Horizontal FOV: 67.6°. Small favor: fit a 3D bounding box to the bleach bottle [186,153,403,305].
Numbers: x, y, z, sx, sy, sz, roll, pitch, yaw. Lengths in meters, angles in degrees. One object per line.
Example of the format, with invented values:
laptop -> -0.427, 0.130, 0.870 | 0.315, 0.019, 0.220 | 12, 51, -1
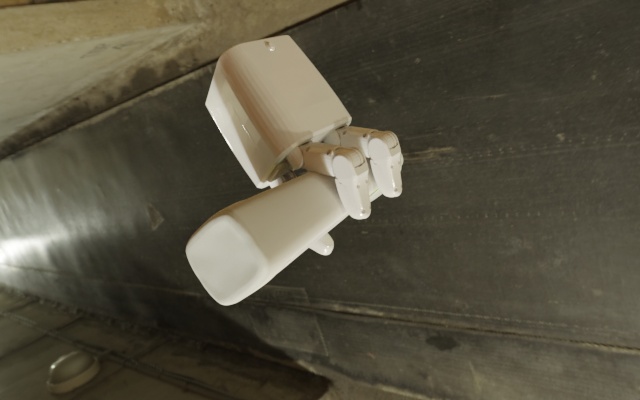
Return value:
bleach bottle -> 0.000, 0.002, 0.459 | 0.250, 0.068, 0.103 | -31, -5, -45
